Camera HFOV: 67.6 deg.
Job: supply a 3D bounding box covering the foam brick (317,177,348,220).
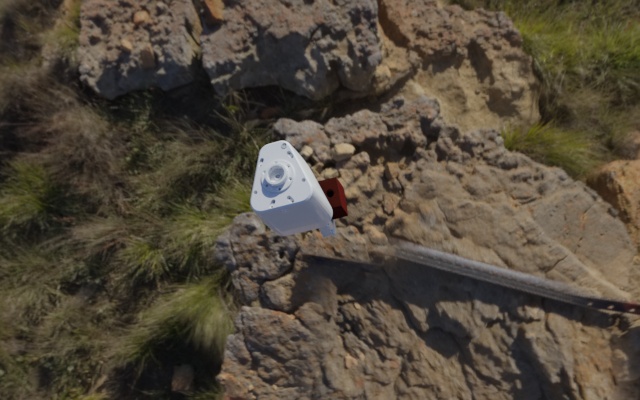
[{"bbox_3d":[0.000,0.002,0.779,0.078,0.053,0.051,-14,-23,10],"label":"foam brick"}]
